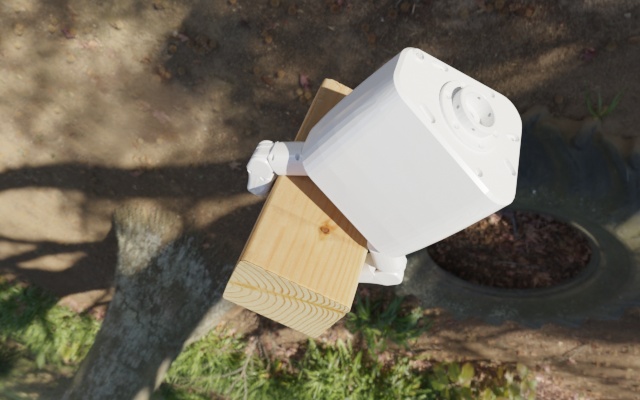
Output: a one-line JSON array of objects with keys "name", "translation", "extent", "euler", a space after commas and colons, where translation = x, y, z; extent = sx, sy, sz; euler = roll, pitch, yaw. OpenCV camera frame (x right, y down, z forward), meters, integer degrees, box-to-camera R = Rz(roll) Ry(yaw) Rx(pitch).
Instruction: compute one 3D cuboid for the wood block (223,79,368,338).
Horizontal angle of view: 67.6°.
[{"name": "wood block", "translation": [0.000, 0.001, 0.433], "extent": [0.091, 0.206, 0.090], "euler": [25, -34, -6]}]
